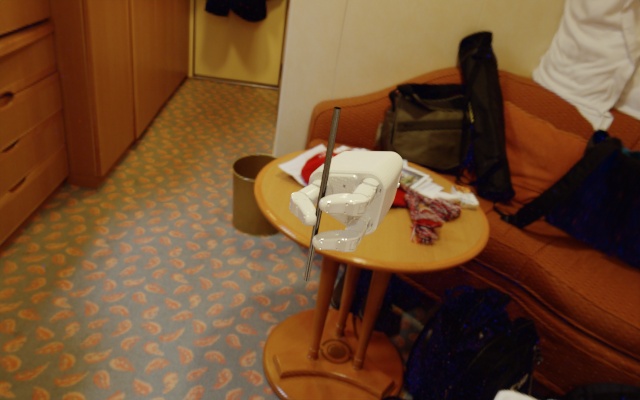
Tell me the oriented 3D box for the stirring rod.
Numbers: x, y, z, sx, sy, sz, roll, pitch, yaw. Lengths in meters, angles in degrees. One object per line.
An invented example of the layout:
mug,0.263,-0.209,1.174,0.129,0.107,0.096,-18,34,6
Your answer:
stirring rod,0.000,0.002,0.585,0.011,0.240,0.011,8,29,-4
